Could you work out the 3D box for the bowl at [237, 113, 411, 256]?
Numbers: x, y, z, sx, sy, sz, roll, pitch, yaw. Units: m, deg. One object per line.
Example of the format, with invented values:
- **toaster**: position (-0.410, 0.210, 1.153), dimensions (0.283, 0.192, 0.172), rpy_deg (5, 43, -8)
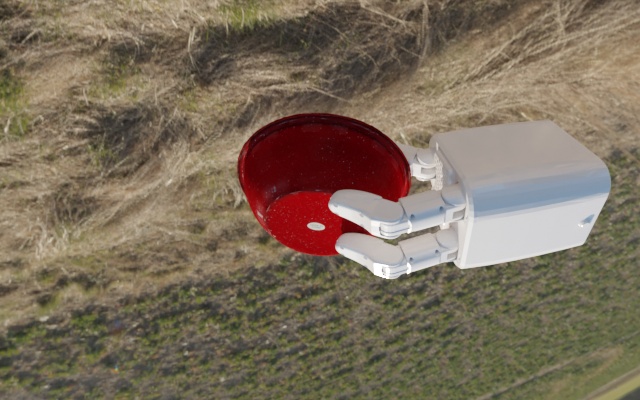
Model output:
- **bowl**: position (-0.001, 0.002, 0.427), dimensions (0.162, 0.055, 0.162), rpy_deg (4, -40, 4)
